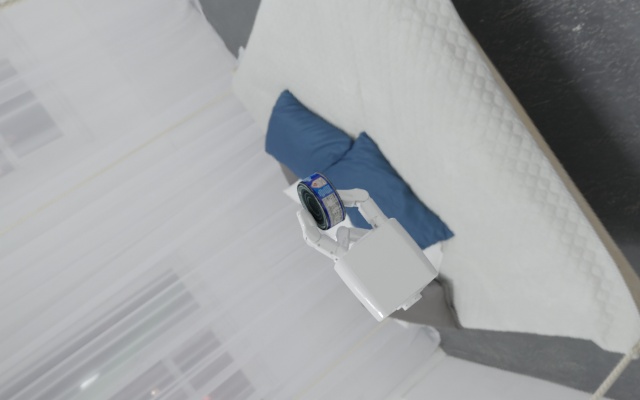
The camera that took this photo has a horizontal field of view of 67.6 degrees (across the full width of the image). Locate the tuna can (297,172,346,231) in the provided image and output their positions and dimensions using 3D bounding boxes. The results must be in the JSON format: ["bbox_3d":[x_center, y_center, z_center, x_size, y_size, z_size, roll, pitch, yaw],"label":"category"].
[{"bbox_3d":[0.000,0.003,0.722,0.033,0.086,0.086,-30,10,-18],"label":"tuna can"}]
